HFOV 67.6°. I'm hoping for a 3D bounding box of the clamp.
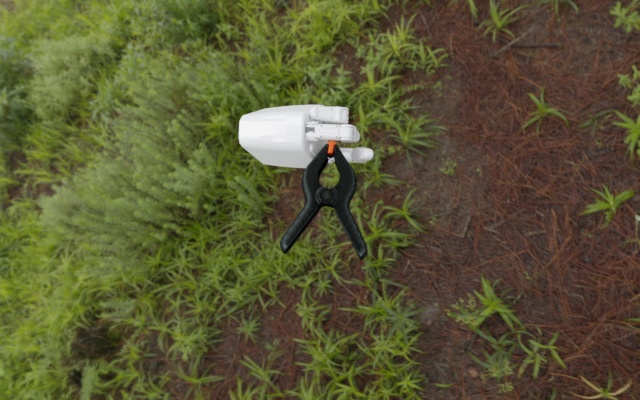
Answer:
[{"bbox_3d":[0.000,0.002,0.675,0.120,0.171,0.039,-3,-16,-4],"label":"clamp"}]
